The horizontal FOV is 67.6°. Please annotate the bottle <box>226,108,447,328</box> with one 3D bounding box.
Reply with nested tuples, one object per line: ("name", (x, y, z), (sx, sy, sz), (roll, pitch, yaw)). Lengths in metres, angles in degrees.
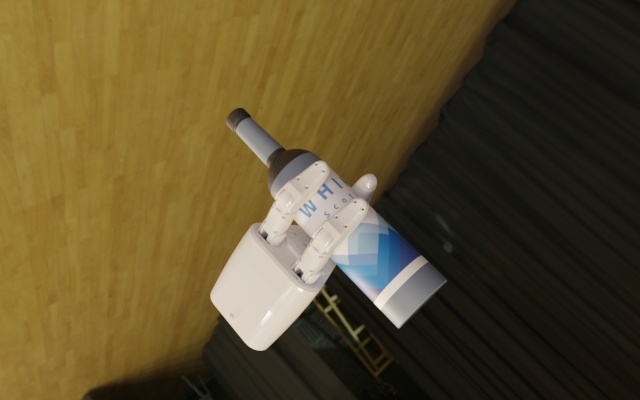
("bottle", (0.000, 0.002, 0.506), (0.295, 0.069, 0.069), (45, 17, 19))
